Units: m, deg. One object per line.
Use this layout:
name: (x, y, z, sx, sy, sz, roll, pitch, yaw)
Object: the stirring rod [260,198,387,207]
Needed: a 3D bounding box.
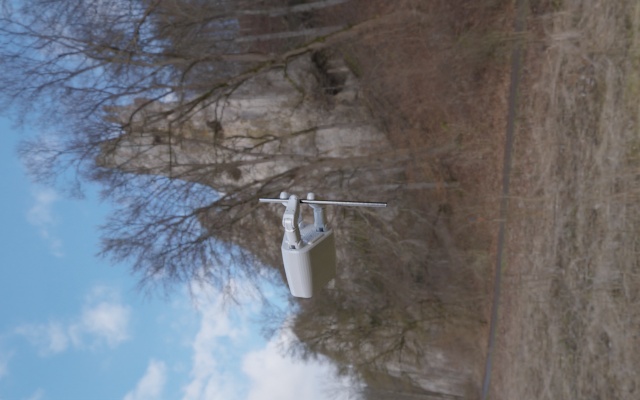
stirring rod: (0.000, 0.003, 0.856, 0.239, 0.011, 0.011, 2, 1, 20)
